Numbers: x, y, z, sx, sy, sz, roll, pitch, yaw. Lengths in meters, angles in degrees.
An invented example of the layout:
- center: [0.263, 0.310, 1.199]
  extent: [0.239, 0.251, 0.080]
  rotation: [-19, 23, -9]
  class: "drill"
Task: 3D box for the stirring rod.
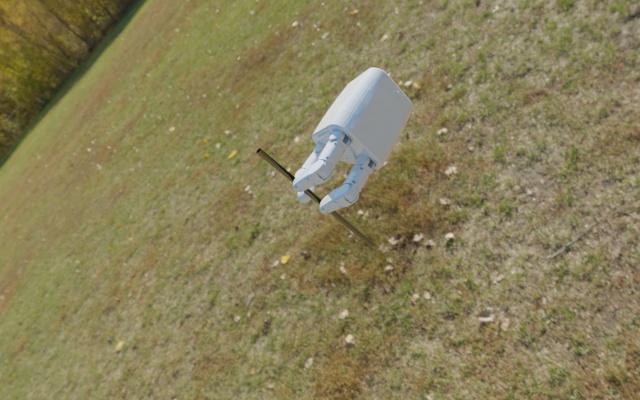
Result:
- center: [0.000, 0.002, 0.671]
  extent: [0.240, 0.011, 0.011]
  rotation: [40, -23, -31]
  class: "stirring rod"
